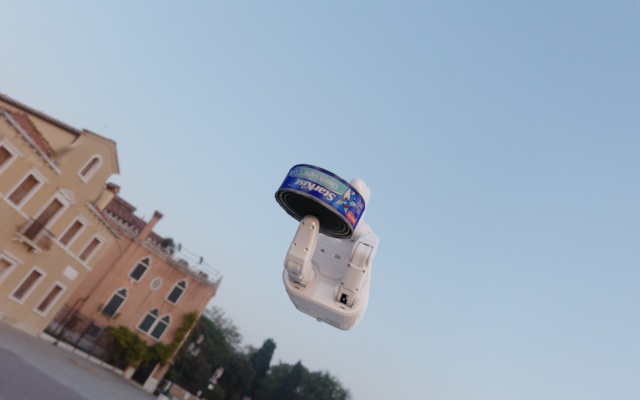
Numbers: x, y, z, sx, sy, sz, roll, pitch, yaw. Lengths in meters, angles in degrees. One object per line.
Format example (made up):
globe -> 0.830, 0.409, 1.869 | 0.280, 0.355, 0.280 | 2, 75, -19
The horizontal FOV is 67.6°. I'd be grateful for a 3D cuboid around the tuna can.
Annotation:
tuna can -> 0.000, 0.001, 0.468 | 0.086, 0.033, 0.086 | 25, -20, 10
